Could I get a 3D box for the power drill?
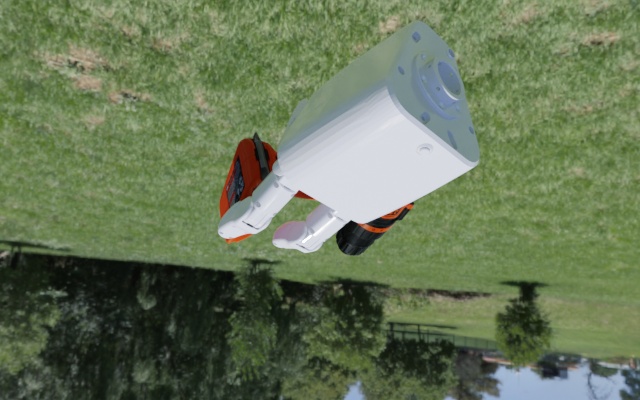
[{"bbox_3d":[0.000,0.001,0.474,0.187,0.057,0.184,-1,-37,-26],"label":"power drill"}]
